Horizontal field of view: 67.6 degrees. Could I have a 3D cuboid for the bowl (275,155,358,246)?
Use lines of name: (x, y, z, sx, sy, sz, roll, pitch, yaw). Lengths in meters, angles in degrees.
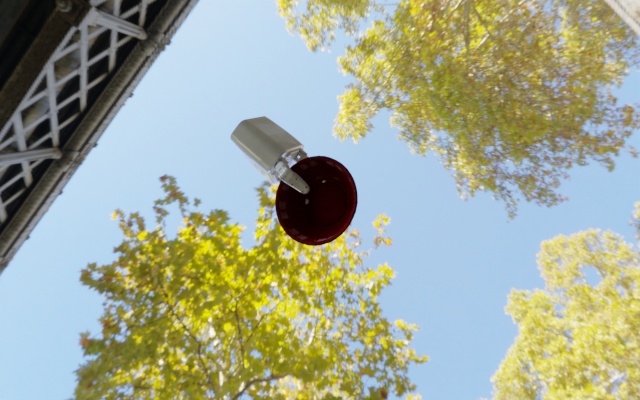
bowl: (0.001, 0.004, 0.869, 0.162, 0.162, 0.055, 0, -8, 24)
